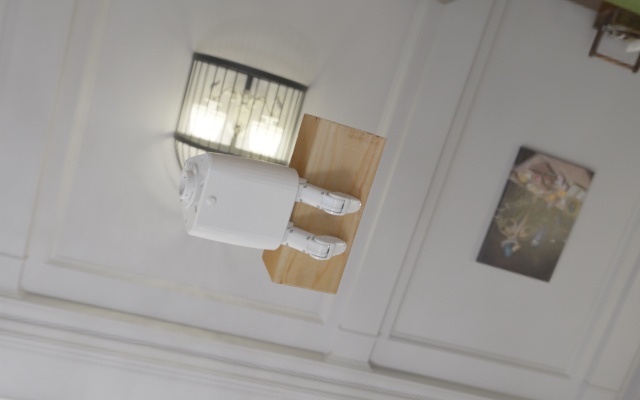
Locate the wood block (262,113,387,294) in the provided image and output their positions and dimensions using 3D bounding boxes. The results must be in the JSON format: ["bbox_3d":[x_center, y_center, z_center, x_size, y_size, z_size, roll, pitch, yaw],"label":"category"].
[{"bbox_3d":[0.000,0.002,0.617,0.090,0.206,0.090,14,10,-19],"label":"wood block"}]
